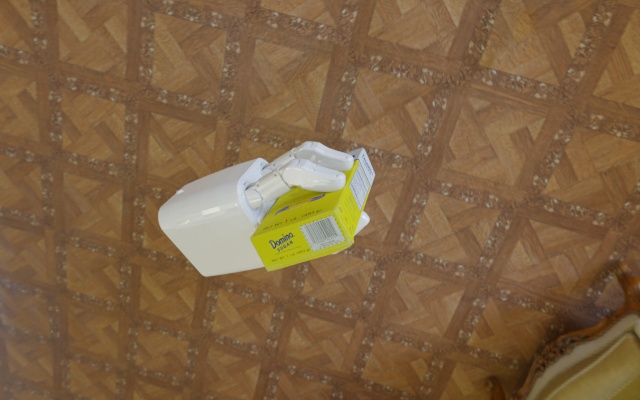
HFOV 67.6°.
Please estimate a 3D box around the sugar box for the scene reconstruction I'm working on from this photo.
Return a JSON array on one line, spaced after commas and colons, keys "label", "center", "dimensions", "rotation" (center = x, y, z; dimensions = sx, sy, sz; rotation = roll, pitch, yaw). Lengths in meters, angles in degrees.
[{"label": "sugar box", "center": [0.000, 0.001, 0.510], "dimensions": [0.093, 0.048, 0.176], "rotation": [-19, 21, 20]}]
